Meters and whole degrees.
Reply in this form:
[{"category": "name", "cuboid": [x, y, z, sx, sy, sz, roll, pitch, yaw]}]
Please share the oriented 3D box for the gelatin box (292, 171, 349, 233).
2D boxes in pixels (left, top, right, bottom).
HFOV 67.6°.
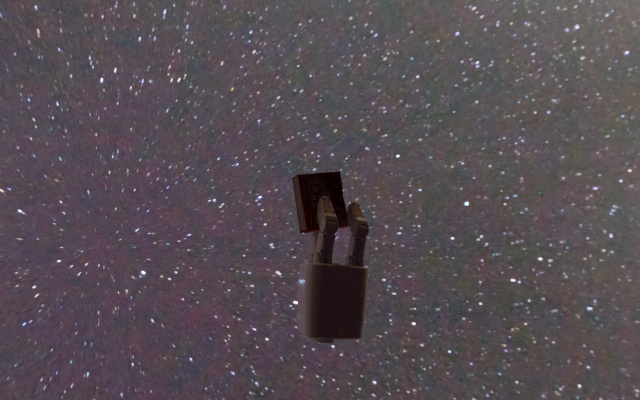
[{"category": "gelatin box", "cuboid": [0.000, 0.002, 0.737, 0.073, 0.089, 0.030, -6, -7, -26]}]
